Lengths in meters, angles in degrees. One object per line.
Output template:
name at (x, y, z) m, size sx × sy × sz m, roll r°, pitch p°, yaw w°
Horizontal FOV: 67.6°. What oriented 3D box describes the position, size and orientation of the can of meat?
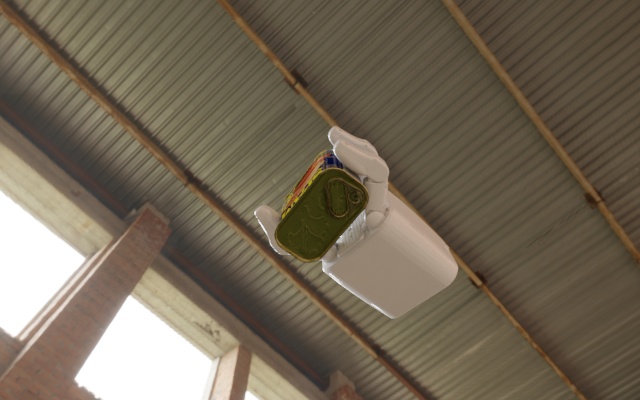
can of meat at (0.000, 0.002, 0.502) m, size 0.057 × 0.102 × 0.084 m, roll 35°, pitch 17°, yaw -13°
